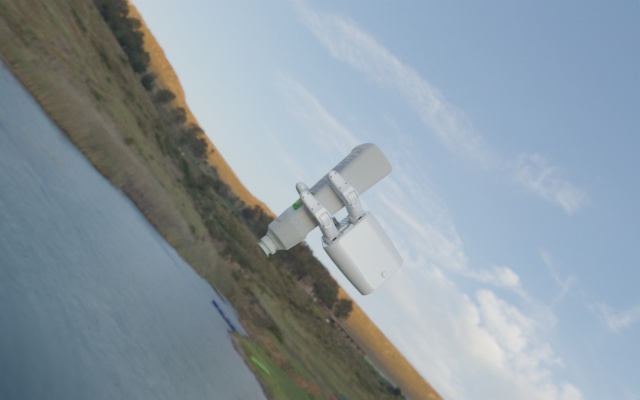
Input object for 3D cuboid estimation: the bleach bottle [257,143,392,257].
[{"bbox_3d":[0.000,0.003,0.797,0.251,0.068,0.102,-39,10,-13],"label":"bleach bottle"}]
